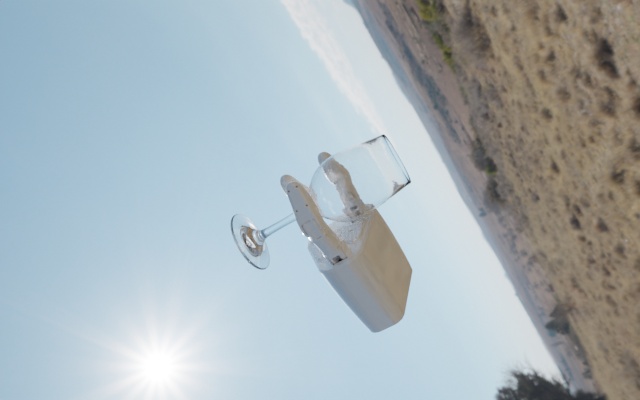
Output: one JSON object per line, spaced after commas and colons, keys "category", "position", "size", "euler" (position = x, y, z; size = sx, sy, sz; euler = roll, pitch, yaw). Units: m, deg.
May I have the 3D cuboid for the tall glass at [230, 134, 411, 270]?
{"category": "tall glass", "position": [-0.001, 0.002, 0.544], "size": [0.201, 0.079, 0.079], "euler": [-30, -9, 15]}
